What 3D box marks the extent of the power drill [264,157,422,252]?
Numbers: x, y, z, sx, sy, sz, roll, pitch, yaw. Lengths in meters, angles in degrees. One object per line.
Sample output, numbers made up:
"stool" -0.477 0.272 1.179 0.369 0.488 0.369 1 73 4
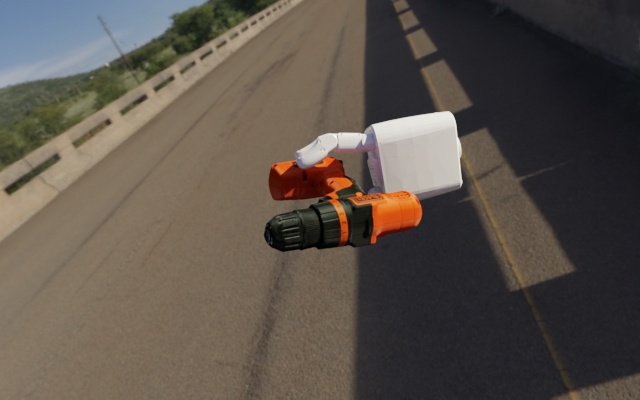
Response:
"power drill" 0.000 0.002 0.582 0.184 0.057 0.187 -7 24 -23
